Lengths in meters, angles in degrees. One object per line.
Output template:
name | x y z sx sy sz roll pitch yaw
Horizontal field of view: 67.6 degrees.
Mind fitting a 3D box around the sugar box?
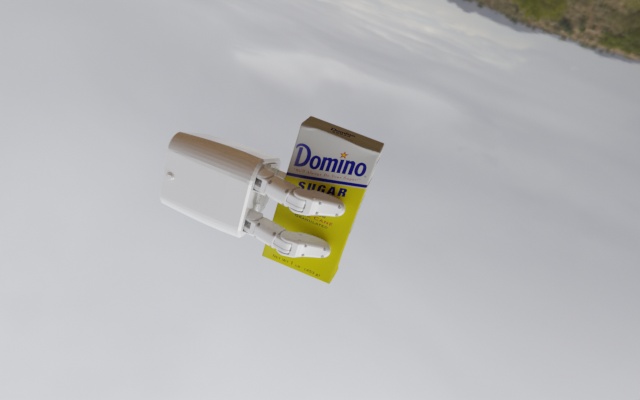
sugar box | 0.000 0.002 0.554 0.093 0.176 0.048 21 27 7
